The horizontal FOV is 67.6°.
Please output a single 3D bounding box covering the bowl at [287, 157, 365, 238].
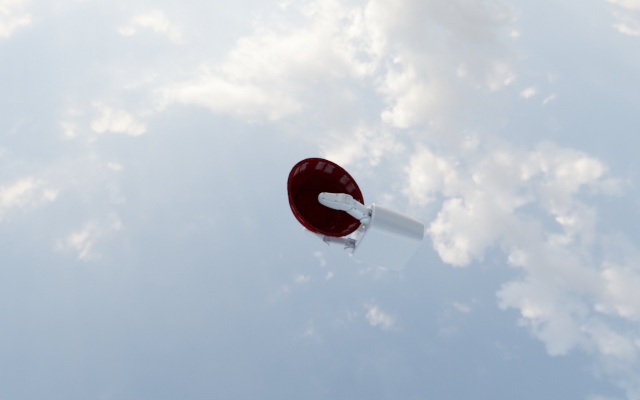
[{"bbox_3d":[-0.001,0.002,0.879,0.162,0.162,0.055,0,-26,-33],"label":"bowl"}]
